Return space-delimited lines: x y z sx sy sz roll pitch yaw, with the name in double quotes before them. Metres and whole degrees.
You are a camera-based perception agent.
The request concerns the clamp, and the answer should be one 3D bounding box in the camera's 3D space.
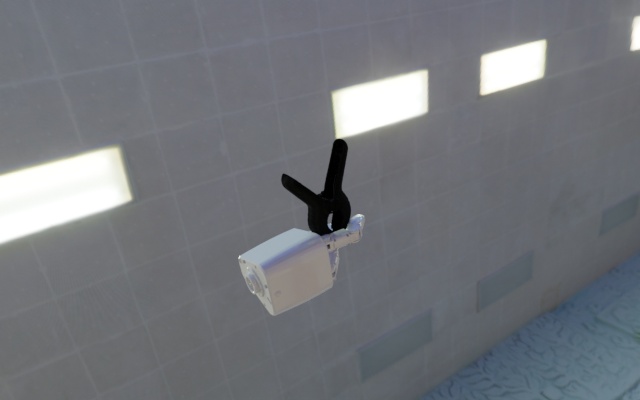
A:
"clamp" 0.000 0.002 0.722 0.120 0.171 0.039 -24 31 -26
